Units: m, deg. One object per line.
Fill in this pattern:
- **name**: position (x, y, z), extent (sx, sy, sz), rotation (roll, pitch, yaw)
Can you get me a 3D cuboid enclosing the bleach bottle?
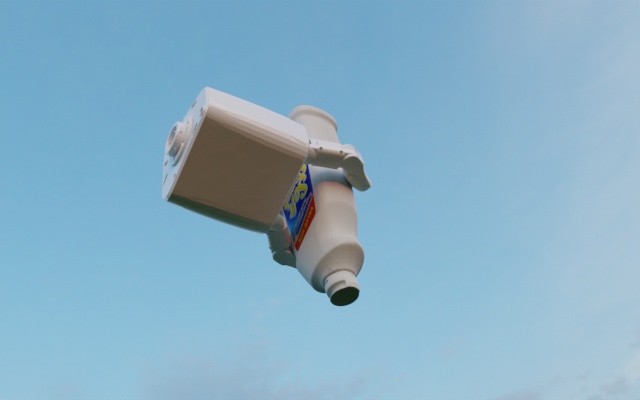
- **bleach bottle**: position (0.000, 0.002, 0.525), extent (0.068, 0.103, 0.250), rotation (18, 33, -29)
